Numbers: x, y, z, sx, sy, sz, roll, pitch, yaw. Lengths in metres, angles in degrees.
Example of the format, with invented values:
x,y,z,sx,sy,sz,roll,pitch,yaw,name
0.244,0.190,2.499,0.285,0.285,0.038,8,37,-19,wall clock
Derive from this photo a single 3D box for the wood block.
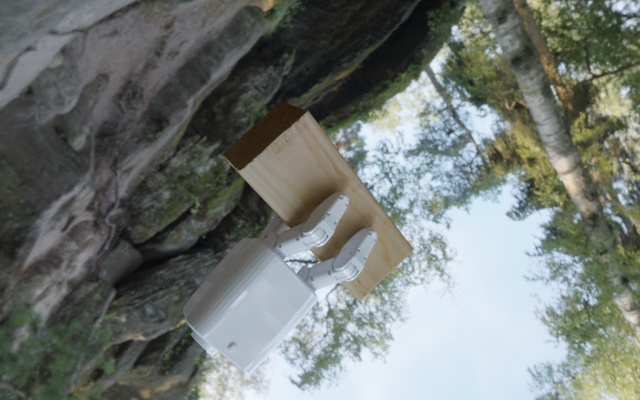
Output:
x,y,z,sx,sy,sz,roll,pitch,yaw,name
0.000,0.002,0.529,0.090,0.206,0.090,-43,27,-5,wood block
